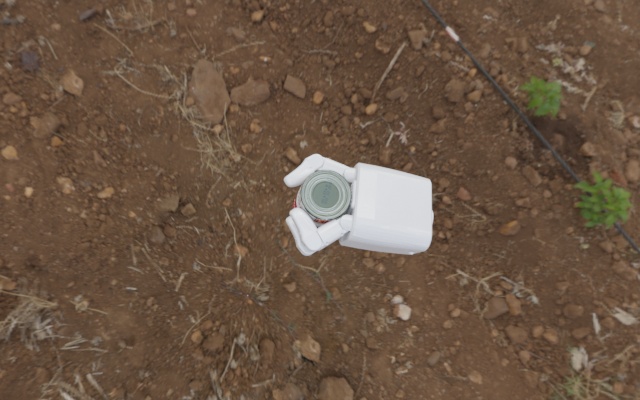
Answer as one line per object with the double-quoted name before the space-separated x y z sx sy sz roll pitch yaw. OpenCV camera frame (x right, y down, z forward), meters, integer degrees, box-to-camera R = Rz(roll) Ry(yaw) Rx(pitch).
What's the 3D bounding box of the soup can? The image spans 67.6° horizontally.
"soup can" 0.000 0.002 0.652 0.068 0.068 0.102 0 -11 -9
